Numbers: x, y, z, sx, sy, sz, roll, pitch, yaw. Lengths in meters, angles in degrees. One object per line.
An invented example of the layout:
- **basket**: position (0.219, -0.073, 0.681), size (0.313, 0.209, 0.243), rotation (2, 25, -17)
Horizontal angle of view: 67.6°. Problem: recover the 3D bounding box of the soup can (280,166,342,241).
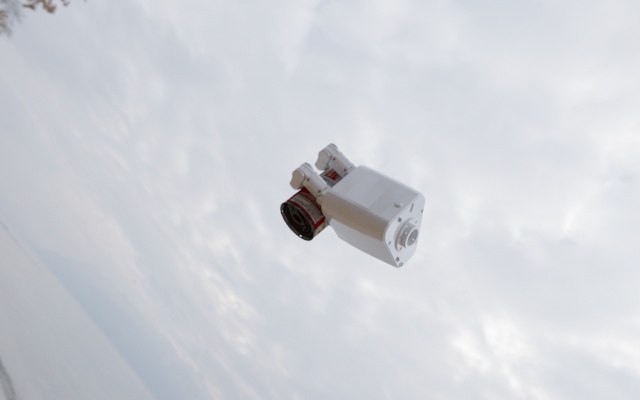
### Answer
- **soup can**: position (0.000, 0.002, 0.701), size (0.102, 0.068, 0.068), rotation (-40, 21, -28)
